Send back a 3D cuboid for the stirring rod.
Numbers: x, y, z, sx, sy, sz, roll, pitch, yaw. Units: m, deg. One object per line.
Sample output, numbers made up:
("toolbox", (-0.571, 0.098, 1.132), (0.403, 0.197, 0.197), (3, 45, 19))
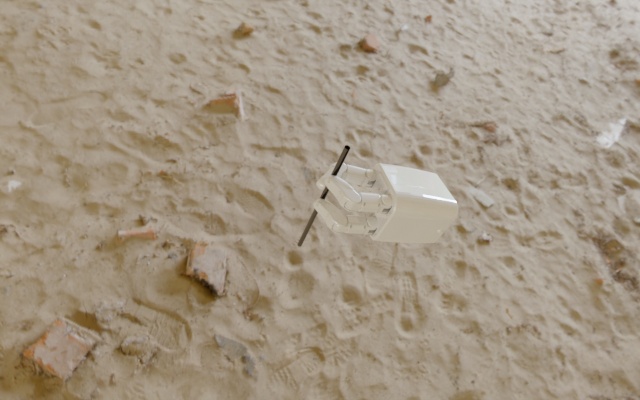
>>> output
("stirring rod", (0.000, 0.002, 0.720), (0.011, 0.011, 0.240), (0, -37, -22))
